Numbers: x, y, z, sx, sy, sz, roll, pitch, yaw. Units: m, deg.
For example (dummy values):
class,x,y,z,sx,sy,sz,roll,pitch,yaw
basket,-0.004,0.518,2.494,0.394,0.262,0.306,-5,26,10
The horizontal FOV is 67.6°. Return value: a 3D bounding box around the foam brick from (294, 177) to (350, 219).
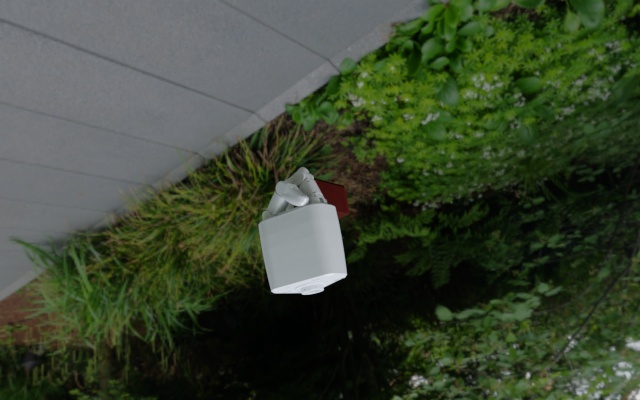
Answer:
class,x,y,z,sx,sy,sz,roll,pitch,yaw
foam brick,0.000,0.002,0.760,0.053,0.051,0.078,-28,-25,35
